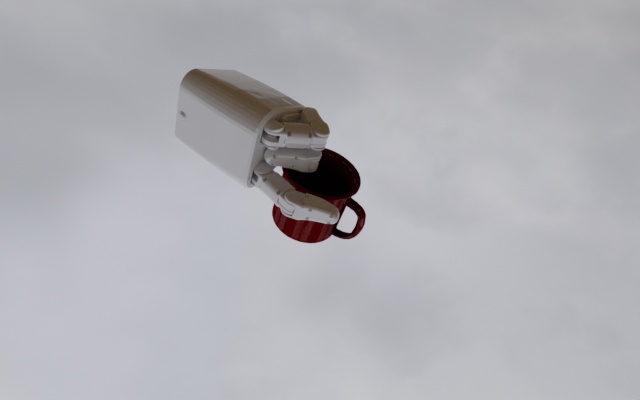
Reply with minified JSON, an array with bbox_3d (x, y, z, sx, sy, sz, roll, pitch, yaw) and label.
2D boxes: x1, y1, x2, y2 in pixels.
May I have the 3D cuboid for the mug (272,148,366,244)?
[{"bbox_3d":[0.001,0.003,0.556,0.117,0.082,0.093,33,41,14],"label":"mug"}]
